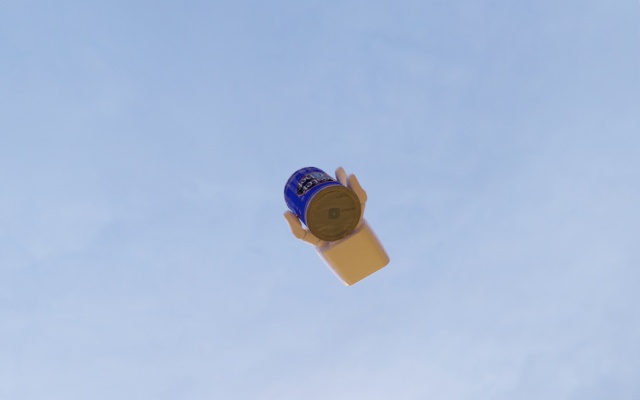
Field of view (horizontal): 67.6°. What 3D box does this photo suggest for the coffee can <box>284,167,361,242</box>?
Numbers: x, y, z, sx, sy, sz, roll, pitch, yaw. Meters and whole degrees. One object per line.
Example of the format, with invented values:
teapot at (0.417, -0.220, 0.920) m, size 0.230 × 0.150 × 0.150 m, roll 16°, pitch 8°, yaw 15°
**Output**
coffee can at (0.000, 0.003, 0.881) m, size 0.103 × 0.103 × 0.140 m, roll 0°, pitch 17°, yaw -21°
